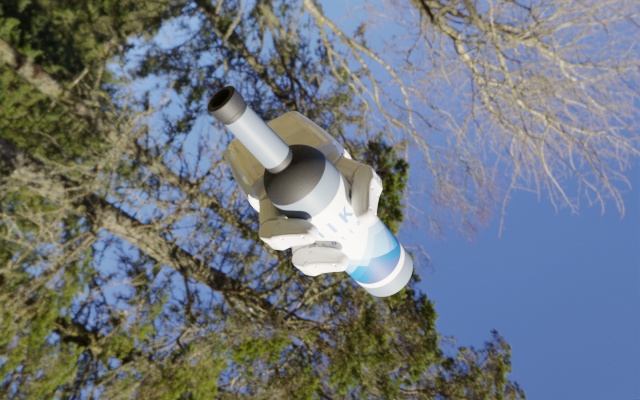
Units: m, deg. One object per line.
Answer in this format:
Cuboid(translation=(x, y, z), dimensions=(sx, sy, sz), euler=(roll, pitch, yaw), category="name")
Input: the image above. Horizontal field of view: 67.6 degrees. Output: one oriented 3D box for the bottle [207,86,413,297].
Cuboid(translation=(0.000, 0.002, 0.465), dimensions=(0.069, 0.069, 0.296), euler=(0, -33, 39), category="bottle")
